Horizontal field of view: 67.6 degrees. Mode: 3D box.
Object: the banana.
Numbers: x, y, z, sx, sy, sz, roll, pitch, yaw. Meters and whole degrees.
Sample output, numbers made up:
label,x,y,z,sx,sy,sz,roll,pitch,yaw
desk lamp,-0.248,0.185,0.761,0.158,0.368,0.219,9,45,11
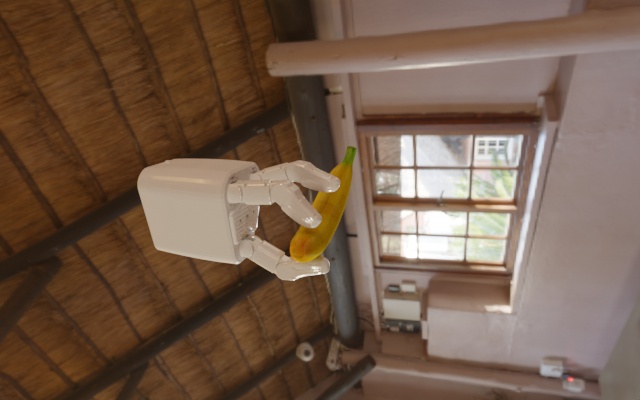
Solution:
label,x,y,z,sx,sy,sz,roll,pitch,yaw
banana,0.002,0.014,0.556,0.037,0.070,0.197,10,41,14
